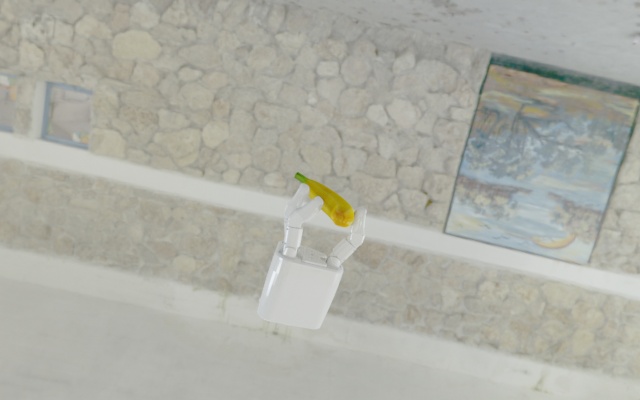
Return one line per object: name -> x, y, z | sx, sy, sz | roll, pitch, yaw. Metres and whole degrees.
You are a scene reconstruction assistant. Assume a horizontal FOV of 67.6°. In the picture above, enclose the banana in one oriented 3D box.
banana -> 0.014, 0.007, 0.760 | 0.069, 0.037, 0.197 | 21, 10, -29
